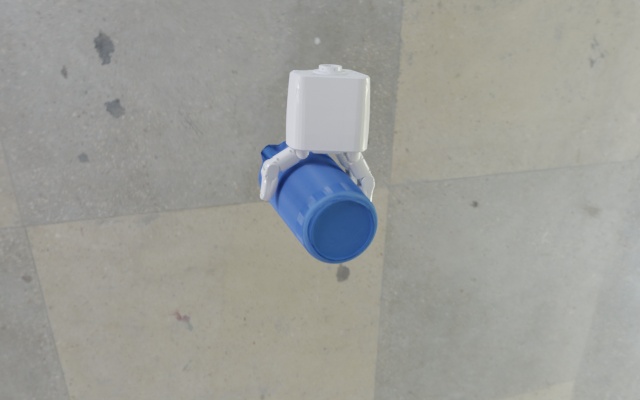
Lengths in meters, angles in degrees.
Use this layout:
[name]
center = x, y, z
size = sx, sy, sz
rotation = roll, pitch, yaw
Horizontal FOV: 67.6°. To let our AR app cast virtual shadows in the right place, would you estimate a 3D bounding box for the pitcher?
[pitcher]
center = 0.000, 0.002, 0.736
size = 0.149, 0.145, 0.242
rotation = -5, 23, -17
